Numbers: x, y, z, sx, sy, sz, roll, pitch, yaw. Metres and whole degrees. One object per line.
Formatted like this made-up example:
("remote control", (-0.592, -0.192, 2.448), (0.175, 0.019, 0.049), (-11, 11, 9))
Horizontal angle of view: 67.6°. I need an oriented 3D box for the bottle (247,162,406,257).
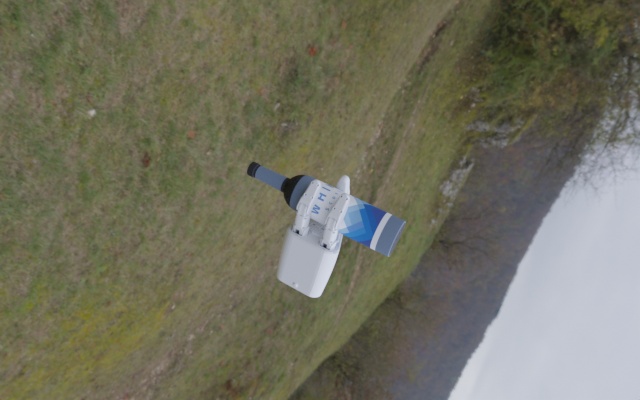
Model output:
("bottle", (0.000, 0.003, 0.834), (0.295, 0.069, 0.069), (26, 7, 16))
